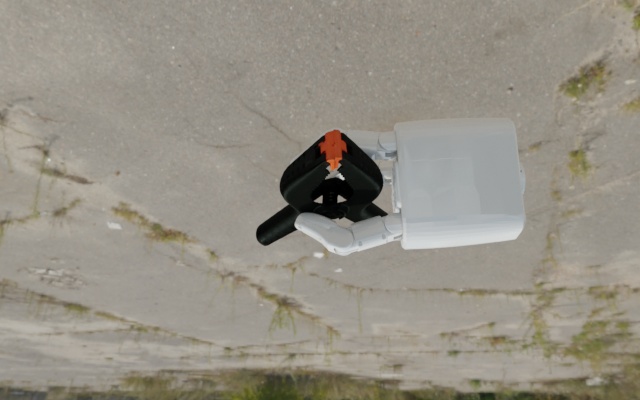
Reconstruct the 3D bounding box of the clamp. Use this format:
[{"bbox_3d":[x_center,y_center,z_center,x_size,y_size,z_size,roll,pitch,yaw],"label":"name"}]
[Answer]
[{"bbox_3d":[0.000,0.002,0.469,0.164,0.036,0.210,-6,-25,4],"label":"clamp"}]
